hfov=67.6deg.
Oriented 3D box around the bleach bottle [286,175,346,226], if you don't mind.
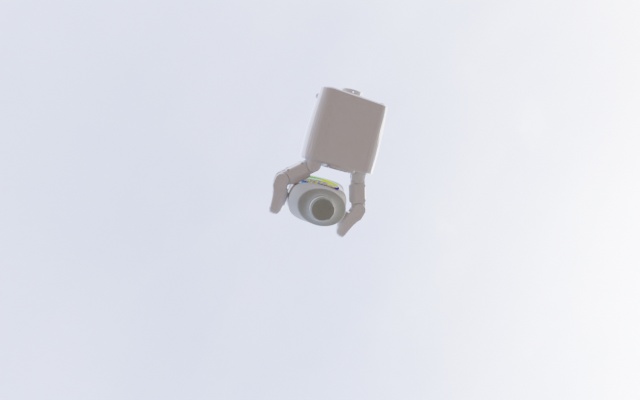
[{"bbox_3d":[0.000,0.002,0.715,0.102,0.068,0.251,14,4,-6],"label":"bleach bottle"}]
